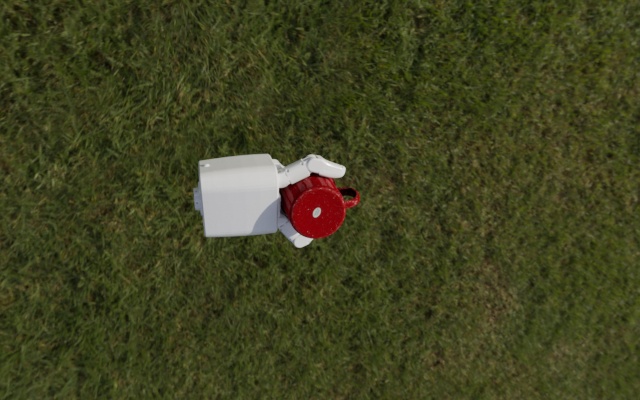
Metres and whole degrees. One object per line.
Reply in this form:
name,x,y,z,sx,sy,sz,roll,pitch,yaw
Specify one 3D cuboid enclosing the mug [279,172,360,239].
mug,0.002,0.002,0.695,0.117,0.093,0.081,-6,24,-12
